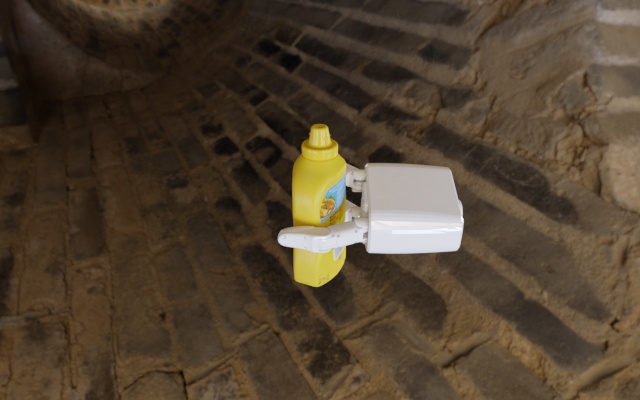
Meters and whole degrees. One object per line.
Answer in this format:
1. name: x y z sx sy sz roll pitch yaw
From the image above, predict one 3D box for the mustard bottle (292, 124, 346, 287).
1. mustard bottle: 0.000 0.002 0.573 0.058 0.192 0.096 13 32 22
